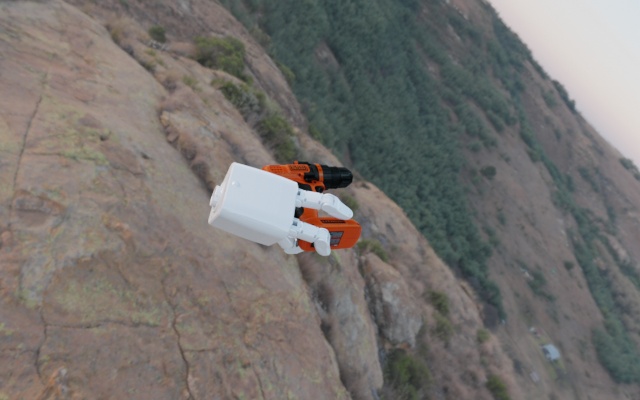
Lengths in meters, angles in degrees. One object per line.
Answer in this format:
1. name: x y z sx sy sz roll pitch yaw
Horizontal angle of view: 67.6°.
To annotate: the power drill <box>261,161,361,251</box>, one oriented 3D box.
1. power drill: 0.000 0.003 0.835 0.184 0.057 0.187 -3 40 -24
